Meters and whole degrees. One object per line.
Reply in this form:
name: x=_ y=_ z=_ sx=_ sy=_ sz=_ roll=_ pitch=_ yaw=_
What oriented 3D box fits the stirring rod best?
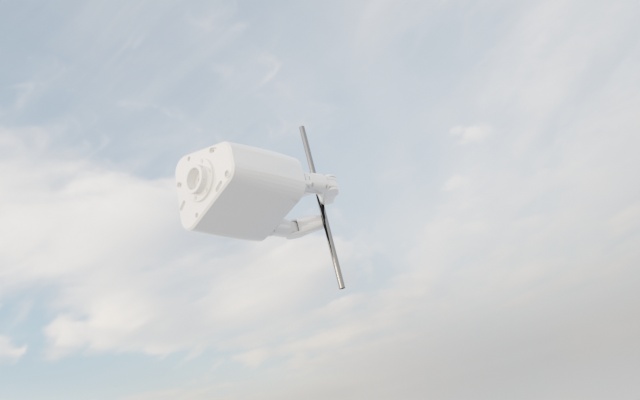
stirring rod: x=0.000 y=0.002 z=0.641 sx=0.011 sy=0.239 sz=0.011 roll=-12 pitch=-23 yaw=-5
